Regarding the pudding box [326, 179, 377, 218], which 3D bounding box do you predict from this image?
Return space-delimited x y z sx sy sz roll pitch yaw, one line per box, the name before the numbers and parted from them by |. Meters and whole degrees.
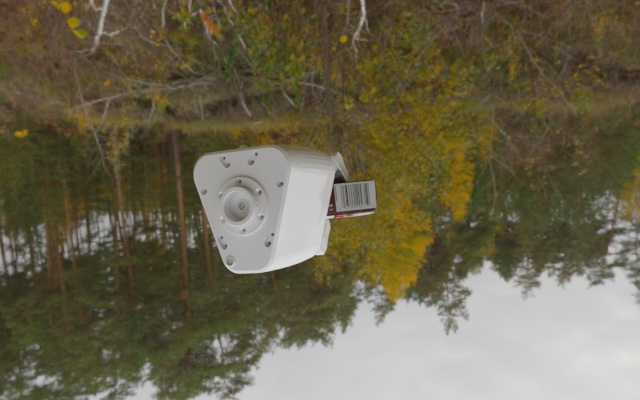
pudding box | 0.000 0.002 0.550 0.113 0.039 0.090 -4 -2 -9
